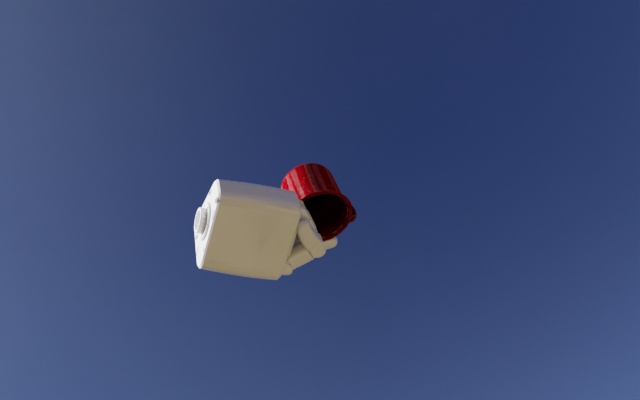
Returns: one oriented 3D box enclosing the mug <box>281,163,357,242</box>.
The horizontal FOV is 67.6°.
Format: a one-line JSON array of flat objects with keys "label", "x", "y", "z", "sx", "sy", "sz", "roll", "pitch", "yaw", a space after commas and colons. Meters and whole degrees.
[{"label": "mug", "x": 0.001, "y": 0.002, "z": 0.691, "sx": 0.117, "sy": 0.093, "sz": 0.081, "roll": 13, "pitch": 32, "yaw": -27}]
